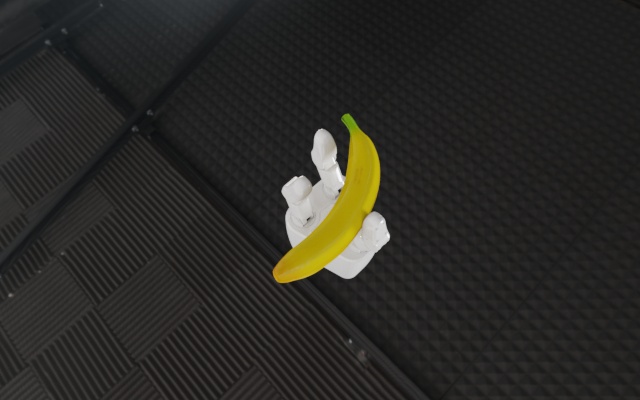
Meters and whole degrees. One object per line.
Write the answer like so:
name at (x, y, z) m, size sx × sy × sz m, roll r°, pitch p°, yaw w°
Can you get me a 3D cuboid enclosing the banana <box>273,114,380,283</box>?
banana at (0.018, 0.006, 0.504) m, size 0.069 × 0.197 × 0.037 m, roll 23°, pitch -19°, yaw -1°
